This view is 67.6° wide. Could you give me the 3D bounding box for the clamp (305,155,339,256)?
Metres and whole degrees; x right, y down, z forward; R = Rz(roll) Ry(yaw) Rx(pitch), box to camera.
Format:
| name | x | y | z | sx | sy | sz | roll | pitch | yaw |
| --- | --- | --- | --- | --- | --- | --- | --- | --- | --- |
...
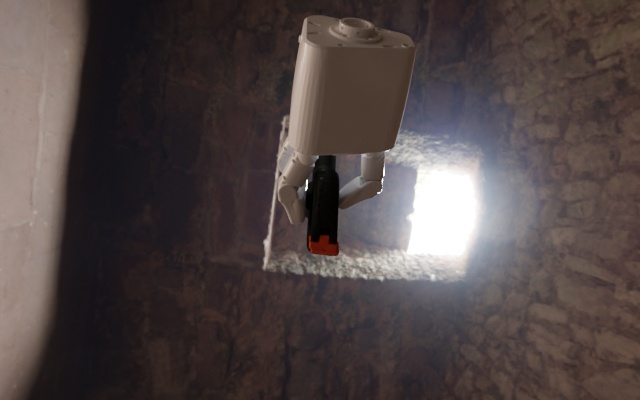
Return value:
| name | x | y | z | sx | sy | sz | roll | pitch | yaw |
| --- | --- | --- | --- | --- | --- | --- | --- | --- | --- |
| clamp | 0.001 | 0.002 | 0.543 | 0.036 | 0.165 | 0.209 | 5 | 37 | -5 |
